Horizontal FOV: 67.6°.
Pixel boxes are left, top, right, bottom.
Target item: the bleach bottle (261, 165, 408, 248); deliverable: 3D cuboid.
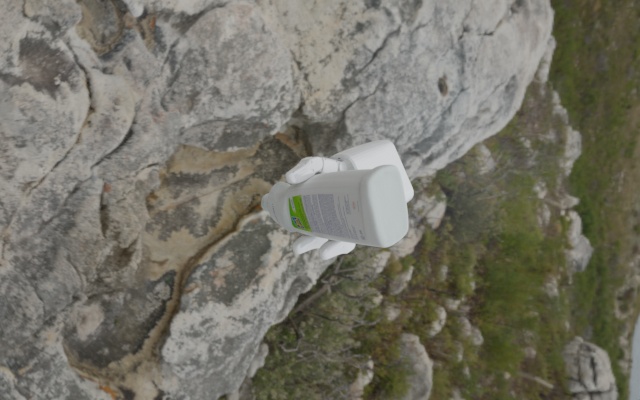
[{"bbox_3d":[0.000,0.002,0.666,0.068,0.102,0.251,-26,20,-39],"label":"bleach bottle"}]
